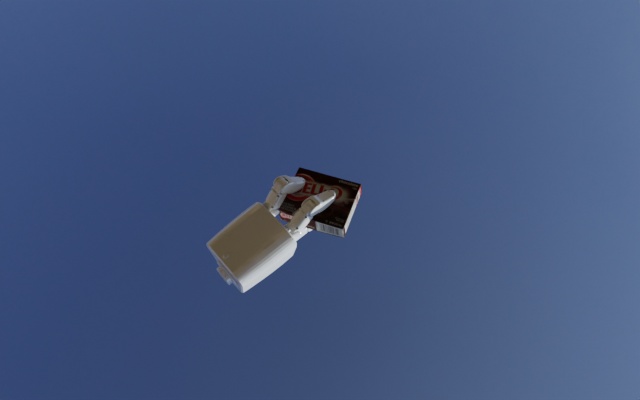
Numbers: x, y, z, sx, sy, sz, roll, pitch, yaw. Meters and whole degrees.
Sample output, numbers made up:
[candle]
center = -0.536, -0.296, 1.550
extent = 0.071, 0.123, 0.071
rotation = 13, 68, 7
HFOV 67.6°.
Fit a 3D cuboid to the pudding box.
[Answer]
[pudding box]
center = 0.000, 0.003, 0.774
extent = 0.113, 0.090, 0.039
rotation = 17, -29, 12
